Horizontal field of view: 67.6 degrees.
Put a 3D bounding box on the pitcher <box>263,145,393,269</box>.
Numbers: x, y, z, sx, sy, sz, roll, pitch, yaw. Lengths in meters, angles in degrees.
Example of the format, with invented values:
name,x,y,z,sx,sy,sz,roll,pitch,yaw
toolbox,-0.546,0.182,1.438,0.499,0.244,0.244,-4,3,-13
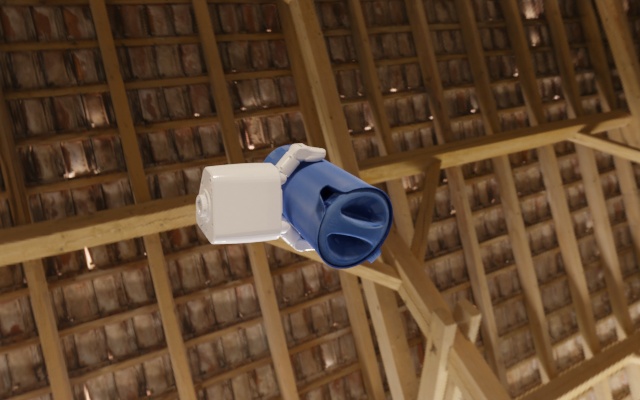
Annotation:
name,x,y,z,sx,sy,sz,roll,pitch,yaw
pitcher,0.000,0.003,0.783,0.145,0.149,0.242,-5,26,-31
